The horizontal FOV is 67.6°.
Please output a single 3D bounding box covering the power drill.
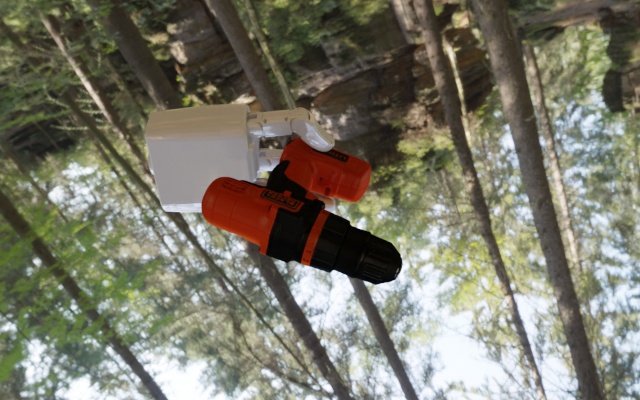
[{"bbox_3d":[0.000,0.001,0.480,0.184,0.057,0.187,22,25,5],"label":"power drill"}]
